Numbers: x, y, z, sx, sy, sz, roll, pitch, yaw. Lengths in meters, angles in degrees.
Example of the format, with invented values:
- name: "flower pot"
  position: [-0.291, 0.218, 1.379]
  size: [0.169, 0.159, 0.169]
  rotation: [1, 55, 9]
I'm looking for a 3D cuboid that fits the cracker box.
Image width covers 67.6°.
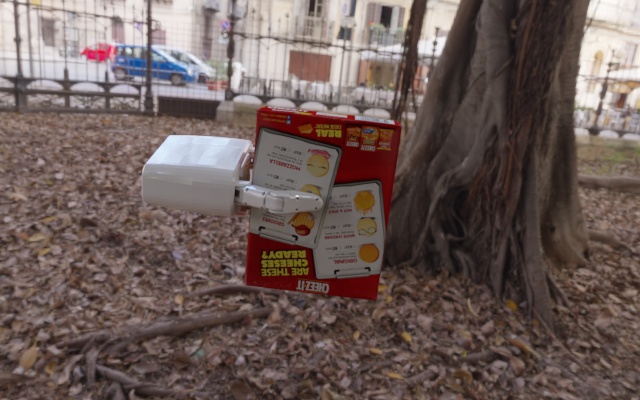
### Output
- name: "cracker box"
  position: [0.000, 0.002, 0.579]
  size: [0.164, 0.214, 0.072]
  rotation: [6, 15, 2]
